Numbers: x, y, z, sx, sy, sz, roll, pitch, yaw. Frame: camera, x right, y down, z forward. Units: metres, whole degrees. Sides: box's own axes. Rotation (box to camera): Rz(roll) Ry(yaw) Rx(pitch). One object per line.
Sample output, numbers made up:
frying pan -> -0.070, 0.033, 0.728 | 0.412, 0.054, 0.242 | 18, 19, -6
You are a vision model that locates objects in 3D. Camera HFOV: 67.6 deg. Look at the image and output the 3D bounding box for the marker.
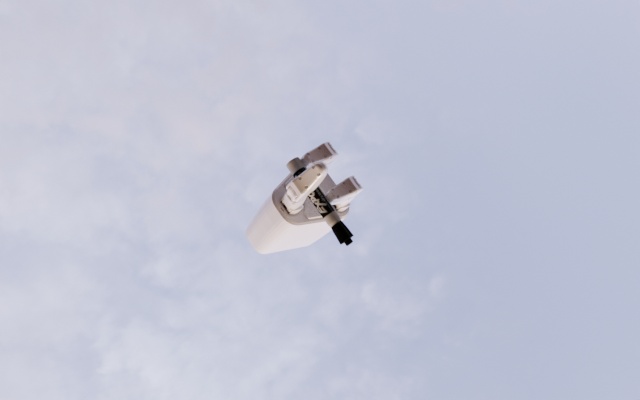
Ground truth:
marker -> 0.000, 0.002, 0.564 | 0.020, 0.121, 0.020 | -34, -9, -6
